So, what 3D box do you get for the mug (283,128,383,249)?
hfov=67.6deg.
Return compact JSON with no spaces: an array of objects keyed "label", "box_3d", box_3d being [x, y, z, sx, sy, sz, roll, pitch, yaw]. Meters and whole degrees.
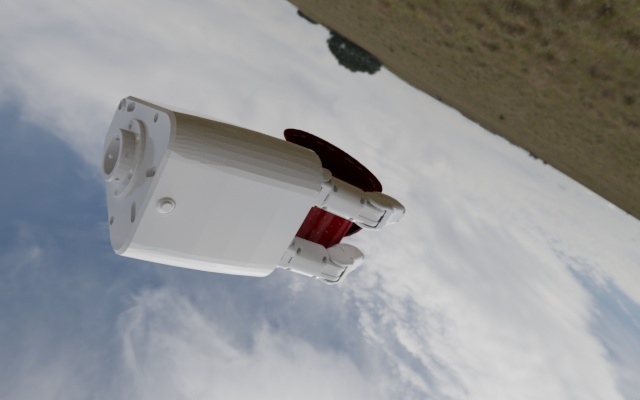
[{"label":"mug","box_3d":[0.001,0.002,0.407,0.117,0.081,0.093,16,24,-40]}]
